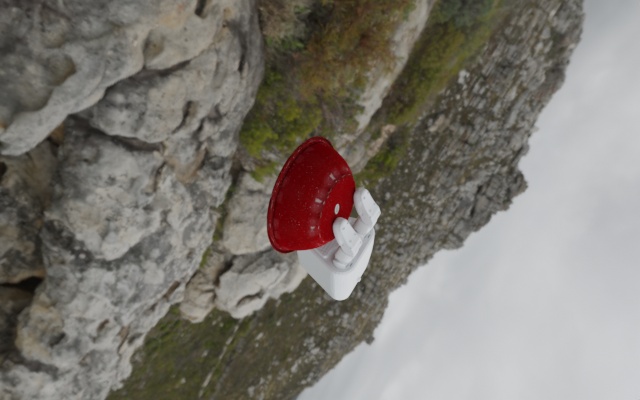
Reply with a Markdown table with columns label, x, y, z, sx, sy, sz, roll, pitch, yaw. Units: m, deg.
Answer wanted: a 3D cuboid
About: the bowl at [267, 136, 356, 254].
| label | x | y | z | sx | sy | sz | roll | pitch | yaw |
| --- | --- | --- | --- | --- | --- | --- | --- | --- | --- |
| bowl | 0.000 | 0.002 | 0.615 | 0.055 | 0.162 | 0.162 | 21 | 9 | 26 |
